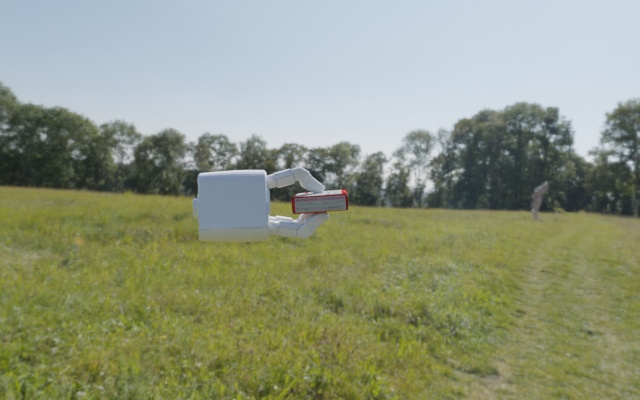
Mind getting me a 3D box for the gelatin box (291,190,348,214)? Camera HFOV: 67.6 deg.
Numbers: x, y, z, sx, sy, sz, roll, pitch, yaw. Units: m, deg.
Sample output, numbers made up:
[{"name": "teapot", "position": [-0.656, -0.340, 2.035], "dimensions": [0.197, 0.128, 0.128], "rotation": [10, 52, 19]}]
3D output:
[{"name": "gelatin box", "position": [0.000, 0.002, 0.779], "dimensions": [0.089, 0.030, 0.073], "rotation": [-5, 5, 3]}]
